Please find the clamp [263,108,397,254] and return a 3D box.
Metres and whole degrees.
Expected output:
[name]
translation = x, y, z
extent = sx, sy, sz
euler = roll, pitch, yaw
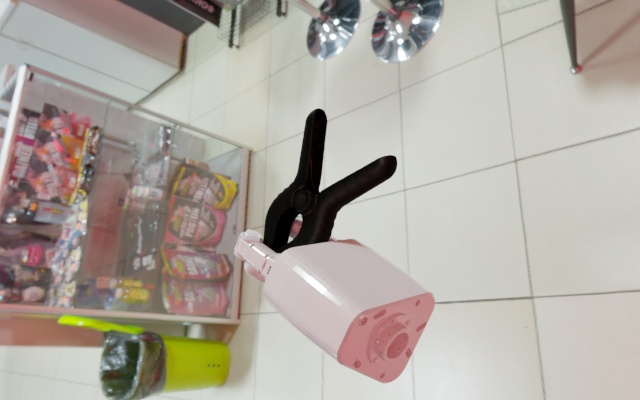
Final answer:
[clamp]
translation = 0.000, 0.002, 0.472
extent = 0.039, 0.171, 0.120
euler = 17, 10, -45
